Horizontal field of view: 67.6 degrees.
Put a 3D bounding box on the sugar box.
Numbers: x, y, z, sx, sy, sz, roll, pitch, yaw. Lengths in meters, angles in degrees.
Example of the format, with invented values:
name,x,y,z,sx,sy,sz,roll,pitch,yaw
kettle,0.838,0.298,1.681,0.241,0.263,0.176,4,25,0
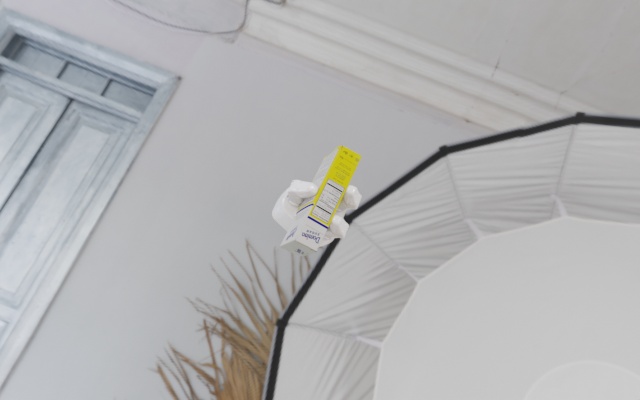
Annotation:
name,x,y,z,sx,sy,sz,roll,pitch,yaw
sugar box,0.001,0.003,0.772,0.048,0.176,0.093,28,-18,-12
